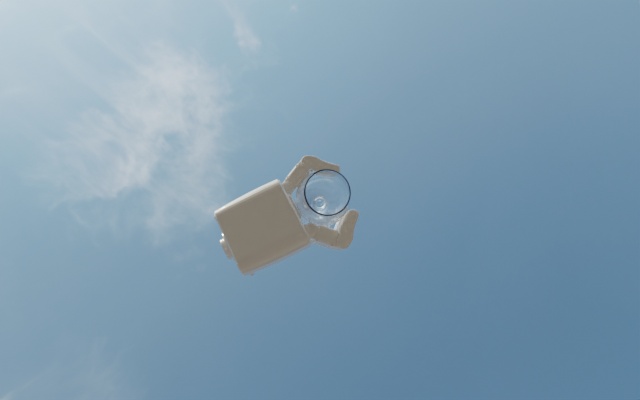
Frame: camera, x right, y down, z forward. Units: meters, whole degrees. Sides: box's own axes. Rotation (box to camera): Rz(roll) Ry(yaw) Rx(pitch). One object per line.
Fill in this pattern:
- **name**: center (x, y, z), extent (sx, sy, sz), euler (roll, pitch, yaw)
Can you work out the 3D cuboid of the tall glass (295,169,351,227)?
- **tall glass**: center (0.000, 0.002, 0.717), extent (0.079, 0.079, 0.201), euler (0, -8, -5)
